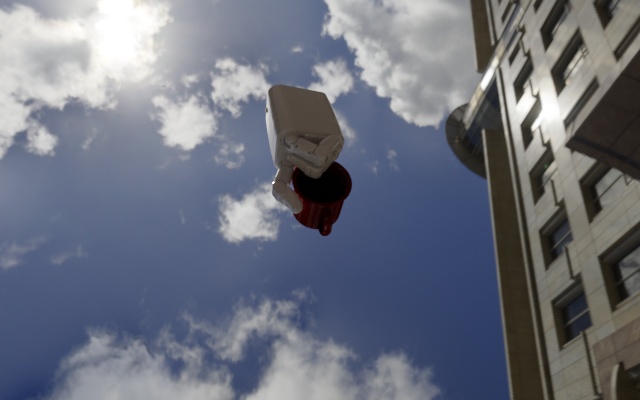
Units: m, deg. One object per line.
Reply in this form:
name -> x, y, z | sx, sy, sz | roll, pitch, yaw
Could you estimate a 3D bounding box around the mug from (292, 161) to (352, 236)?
mug -> 0.000, 0.004, 0.755 | 0.093, 0.117, 0.082 | -7, -34, -14
